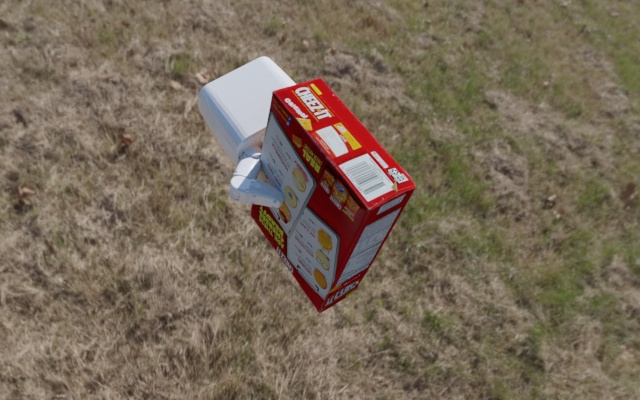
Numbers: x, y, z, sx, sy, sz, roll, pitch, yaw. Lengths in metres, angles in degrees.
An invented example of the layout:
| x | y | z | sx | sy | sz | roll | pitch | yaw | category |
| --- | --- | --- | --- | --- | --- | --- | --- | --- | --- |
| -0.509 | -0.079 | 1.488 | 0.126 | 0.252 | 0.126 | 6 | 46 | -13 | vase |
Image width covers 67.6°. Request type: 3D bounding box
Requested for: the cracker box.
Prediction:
| x | y | z | sx | sy | sz | roll | pitch | yaw | category |
| --- | --- | --- | --- | --- | --- | --- | --- | --- | --- |
| 0.000 | 0.002 | 0.533 | 0.072 | 0.164 | 0.214 | -24 | -28 | -29 | cracker box |
